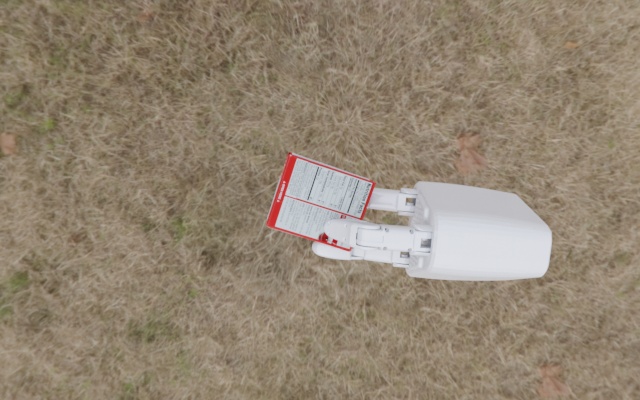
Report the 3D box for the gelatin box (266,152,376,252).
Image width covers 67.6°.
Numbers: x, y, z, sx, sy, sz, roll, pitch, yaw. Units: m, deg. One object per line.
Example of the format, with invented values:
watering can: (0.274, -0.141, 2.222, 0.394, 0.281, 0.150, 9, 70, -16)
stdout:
gelatin box: (0.000, 0.002, 0.464, 0.089, 0.073, 0.030, 17, 8, -8)
